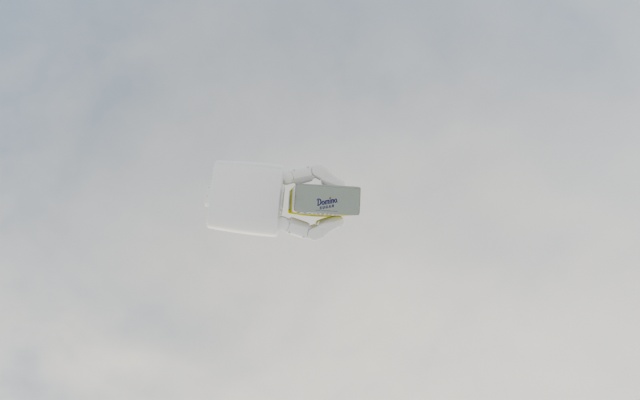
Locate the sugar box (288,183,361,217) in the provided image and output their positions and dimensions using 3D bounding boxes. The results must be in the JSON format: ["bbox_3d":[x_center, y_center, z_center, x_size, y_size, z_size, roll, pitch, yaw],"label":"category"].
[{"bbox_3d":[0.000,0.003,0.735,0.093,0.048,0.176,3,0,-6],"label":"sugar box"}]
